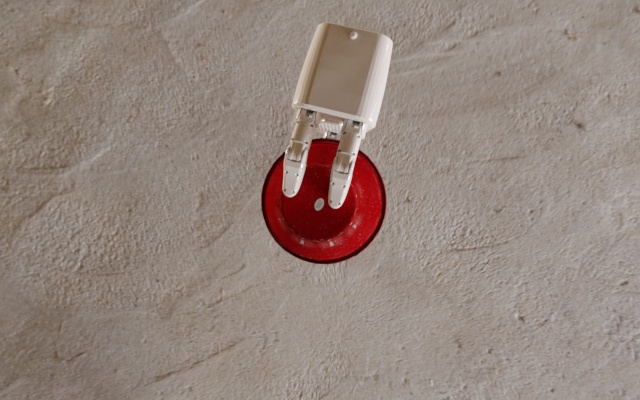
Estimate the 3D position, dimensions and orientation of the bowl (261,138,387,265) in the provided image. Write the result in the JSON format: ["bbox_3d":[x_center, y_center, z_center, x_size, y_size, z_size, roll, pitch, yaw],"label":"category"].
[{"bbox_3d":[0.000,0.003,0.585,0.162,0.162,0.055,0,2,7],"label":"bowl"}]
